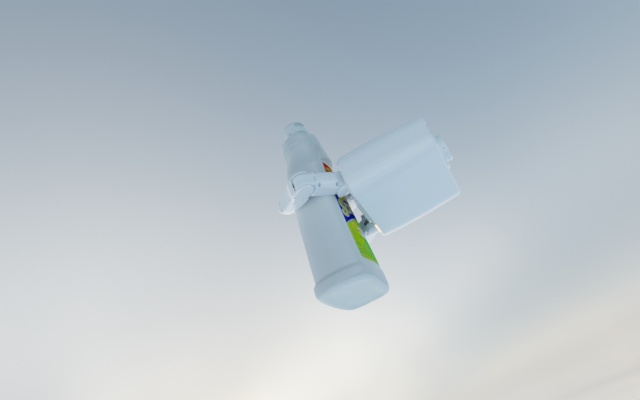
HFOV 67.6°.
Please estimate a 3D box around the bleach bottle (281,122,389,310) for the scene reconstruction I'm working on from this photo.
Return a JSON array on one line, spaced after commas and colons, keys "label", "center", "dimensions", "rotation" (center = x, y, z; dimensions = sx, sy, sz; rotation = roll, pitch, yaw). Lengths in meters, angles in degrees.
[{"label": "bleach bottle", "center": [0.000, 0.002, 0.576], "dimensions": [0.068, 0.250, 0.103], "rotation": [-29, -31, 14]}]
